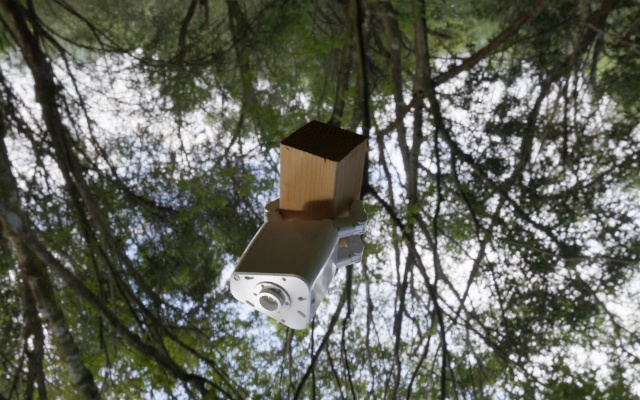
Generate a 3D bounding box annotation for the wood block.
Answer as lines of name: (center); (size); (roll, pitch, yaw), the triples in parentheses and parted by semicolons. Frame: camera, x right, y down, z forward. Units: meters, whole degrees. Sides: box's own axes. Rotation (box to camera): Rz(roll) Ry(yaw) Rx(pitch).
wood block: (0.000, 0.002, 0.693); (0.091, 0.206, 0.090); (21, 39, 22)
